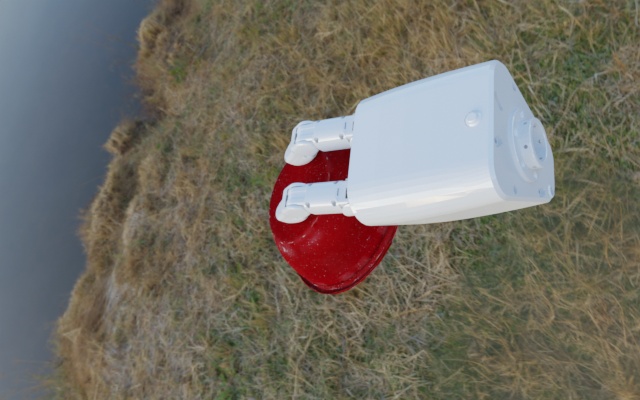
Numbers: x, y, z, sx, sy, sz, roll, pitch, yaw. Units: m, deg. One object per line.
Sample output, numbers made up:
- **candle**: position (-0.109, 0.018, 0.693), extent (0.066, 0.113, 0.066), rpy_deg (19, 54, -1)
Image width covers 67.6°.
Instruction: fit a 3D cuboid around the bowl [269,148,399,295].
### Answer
- **bowl**: position (-0.001, 0.002, 0.441), extent (0.055, 0.162, 0.162), rpy_deg (20, -12, -34)
